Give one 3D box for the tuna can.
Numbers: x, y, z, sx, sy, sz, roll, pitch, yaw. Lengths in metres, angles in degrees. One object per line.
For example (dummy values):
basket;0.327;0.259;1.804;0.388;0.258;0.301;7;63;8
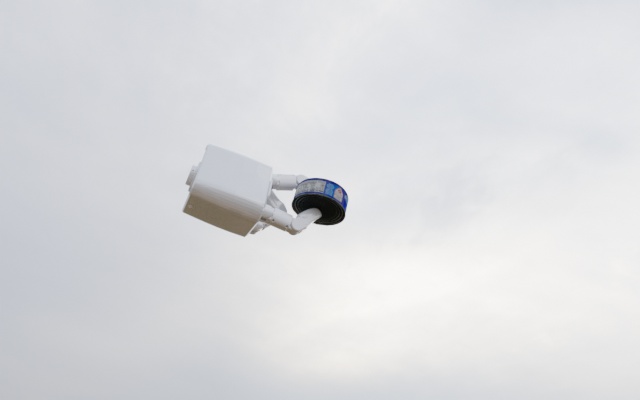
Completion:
tuna can;0.000;0.002;0.745;0.086;0.033;0.086;10;-33;7
